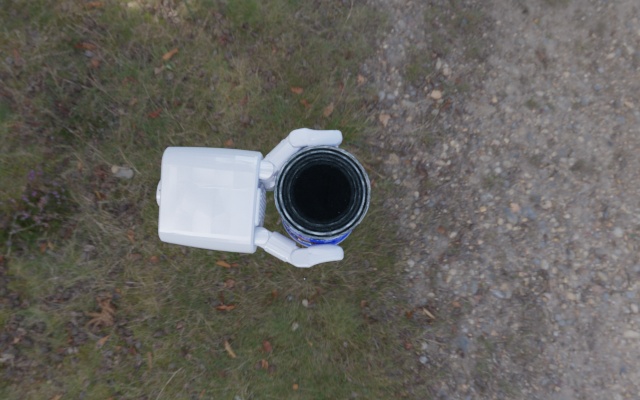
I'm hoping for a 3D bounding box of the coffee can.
[{"bbox_3d":[0.000,0.002,0.569,0.103,0.103,0.140,0,-9,-2],"label":"coffee can"}]
